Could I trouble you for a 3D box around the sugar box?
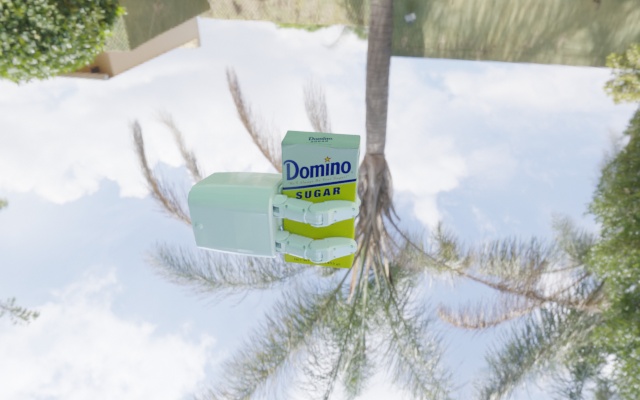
[{"bbox_3d":[0.000,0.002,0.604,0.093,0.176,0.048,4,33,7],"label":"sugar box"}]
